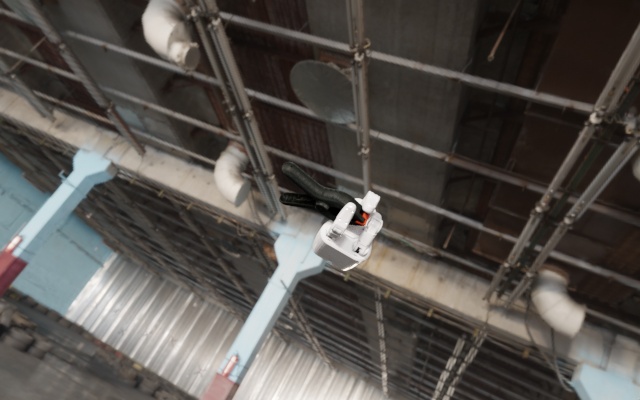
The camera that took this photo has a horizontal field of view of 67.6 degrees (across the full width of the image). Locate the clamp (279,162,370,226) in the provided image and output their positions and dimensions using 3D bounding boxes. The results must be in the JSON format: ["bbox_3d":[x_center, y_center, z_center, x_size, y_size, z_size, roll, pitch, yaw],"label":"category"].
[{"bbox_3d":[0.001,0.002,0.837,0.171,0.039,0.120,30,-23,0],"label":"clamp"}]
